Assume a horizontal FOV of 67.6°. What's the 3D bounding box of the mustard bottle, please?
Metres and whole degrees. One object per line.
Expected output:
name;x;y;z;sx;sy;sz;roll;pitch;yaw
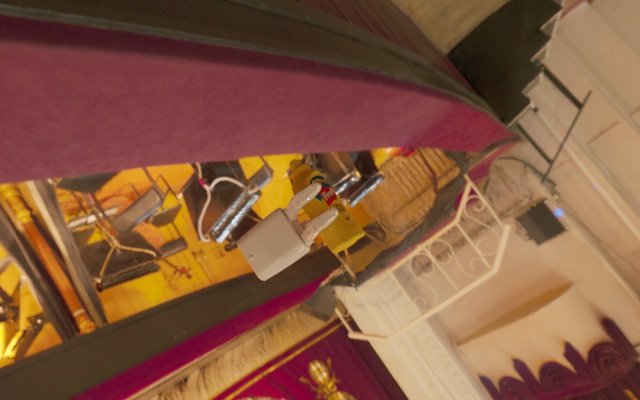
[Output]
mustard bottle;0.001;0.003;0.888;0.058;0.191;0.096;-42;-13;29
